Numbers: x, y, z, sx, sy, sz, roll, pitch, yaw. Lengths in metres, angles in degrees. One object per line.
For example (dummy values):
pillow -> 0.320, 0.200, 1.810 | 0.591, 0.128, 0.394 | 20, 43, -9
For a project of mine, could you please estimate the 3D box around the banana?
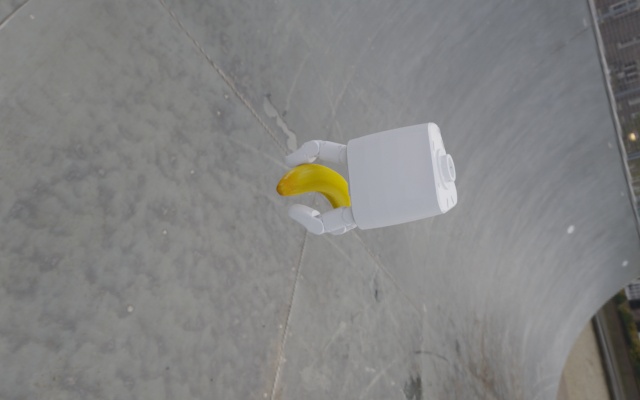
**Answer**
banana -> 0.003, -0.015, 0.664 | 0.037, 0.069, 0.198 | -6, -19, 28
